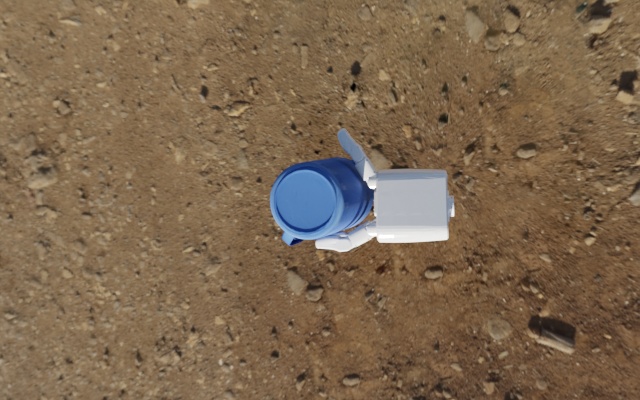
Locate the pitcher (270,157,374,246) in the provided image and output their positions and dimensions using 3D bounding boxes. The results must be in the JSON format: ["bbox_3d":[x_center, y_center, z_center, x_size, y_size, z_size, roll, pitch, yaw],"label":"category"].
[{"bbox_3d":[0.000,0.002,0.768,0.145,0.149,0.243,-2,3,14],"label":"pitcher"}]
